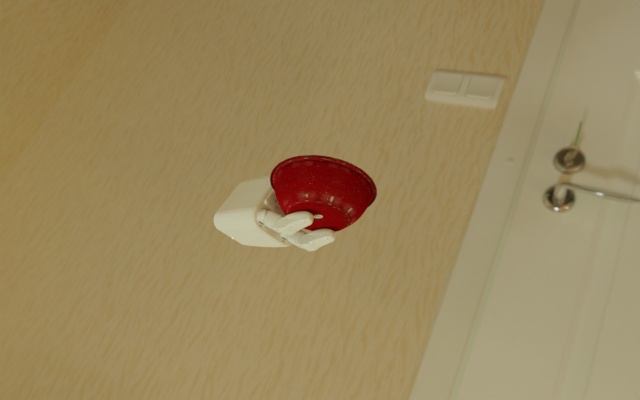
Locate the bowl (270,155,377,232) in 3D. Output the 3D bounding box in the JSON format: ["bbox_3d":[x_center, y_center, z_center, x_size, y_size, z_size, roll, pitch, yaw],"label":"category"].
[{"bbox_3d":[0.001,0.002,0.700,0.162,0.055,0.162,7,-31,4],"label":"bowl"}]
